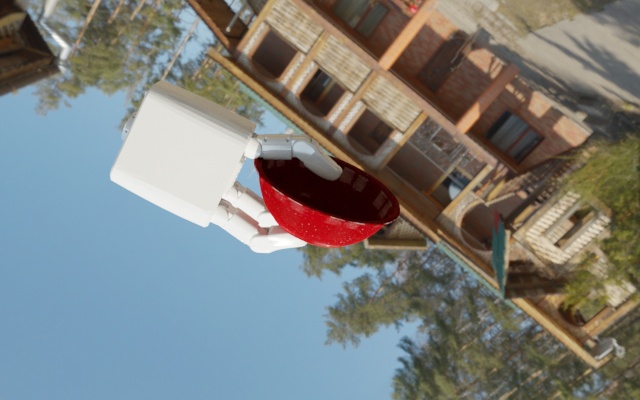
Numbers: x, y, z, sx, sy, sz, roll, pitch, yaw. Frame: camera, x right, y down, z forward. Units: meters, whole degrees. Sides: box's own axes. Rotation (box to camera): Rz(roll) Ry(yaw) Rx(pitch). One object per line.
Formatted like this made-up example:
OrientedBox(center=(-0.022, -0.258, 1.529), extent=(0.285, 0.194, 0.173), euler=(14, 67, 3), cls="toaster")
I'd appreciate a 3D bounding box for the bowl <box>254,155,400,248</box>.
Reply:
OrientedBox(center=(0.001, 0.003, 0.507), extent=(0.162, 0.055, 0.162), euler=(18, 24, -8), cls="bowl")
